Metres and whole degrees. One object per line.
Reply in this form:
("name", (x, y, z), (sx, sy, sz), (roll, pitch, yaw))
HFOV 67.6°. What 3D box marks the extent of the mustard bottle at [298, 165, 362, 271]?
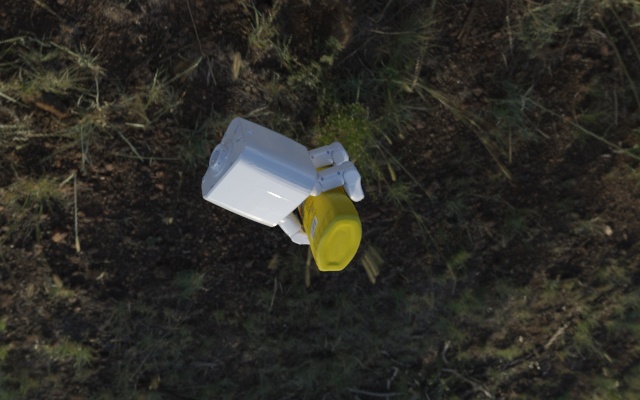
("mustard bottle", (0.000, 0.002, 0.673), (0.058, 0.096, 0.191), (0, 36, -18))
